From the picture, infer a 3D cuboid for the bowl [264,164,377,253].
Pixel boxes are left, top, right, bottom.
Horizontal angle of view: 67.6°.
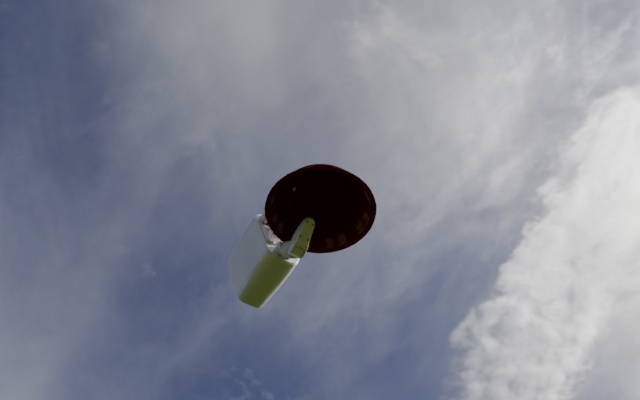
[{"bbox_3d":[0.001,0.001,0.710,0.162,0.162,0.055,0,38,0],"label":"bowl"}]
